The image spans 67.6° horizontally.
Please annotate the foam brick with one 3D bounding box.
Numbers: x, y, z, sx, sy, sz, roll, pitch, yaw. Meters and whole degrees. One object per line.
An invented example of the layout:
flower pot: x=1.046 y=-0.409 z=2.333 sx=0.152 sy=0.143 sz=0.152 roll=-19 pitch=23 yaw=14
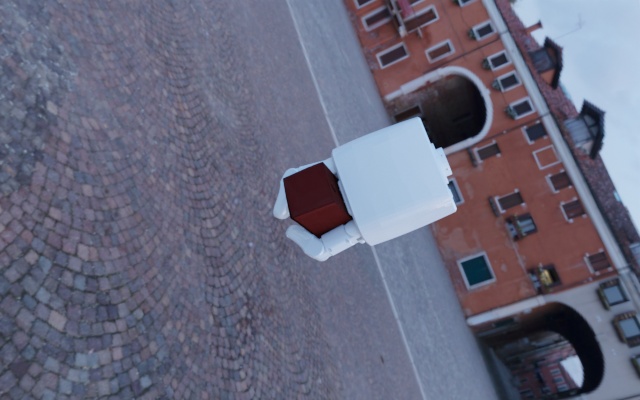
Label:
foam brick: x=0.000 y=0.002 z=0.536 sx=0.051 sy=0.053 sz=0.078 roll=-22 pitch=-28 yaw=15
